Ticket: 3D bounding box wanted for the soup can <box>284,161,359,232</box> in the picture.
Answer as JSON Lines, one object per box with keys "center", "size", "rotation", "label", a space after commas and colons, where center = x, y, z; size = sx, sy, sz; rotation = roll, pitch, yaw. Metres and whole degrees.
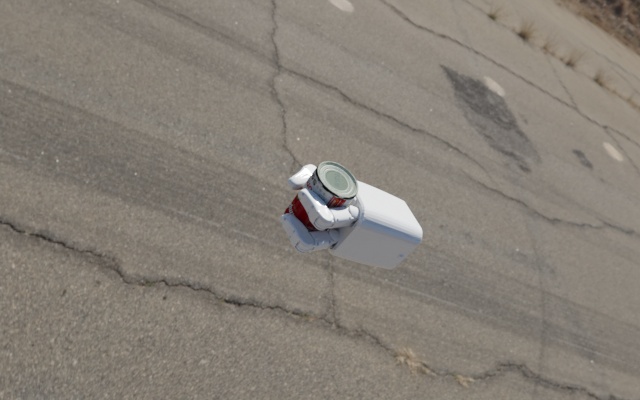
{"center": [0.000, 0.002, 0.676], "size": [0.068, 0.068, 0.102], "rotation": [0, -38, -37], "label": "soup can"}
